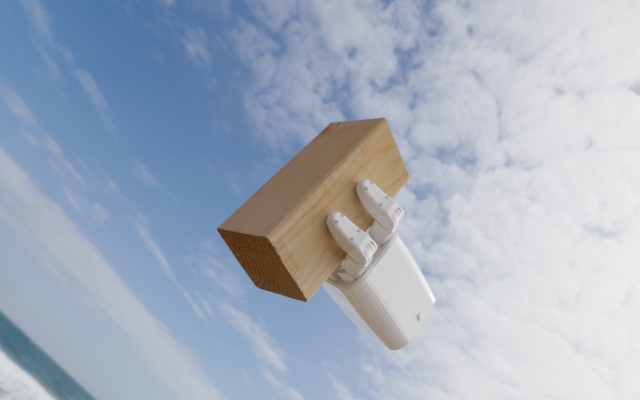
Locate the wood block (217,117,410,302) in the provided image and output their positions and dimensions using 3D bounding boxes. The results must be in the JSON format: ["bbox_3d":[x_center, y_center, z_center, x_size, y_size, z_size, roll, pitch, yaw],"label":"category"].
[{"bbox_3d":[0.000,0.002,0.535,0.091,0.090,0.206,3,40,46],"label":"wood block"}]
